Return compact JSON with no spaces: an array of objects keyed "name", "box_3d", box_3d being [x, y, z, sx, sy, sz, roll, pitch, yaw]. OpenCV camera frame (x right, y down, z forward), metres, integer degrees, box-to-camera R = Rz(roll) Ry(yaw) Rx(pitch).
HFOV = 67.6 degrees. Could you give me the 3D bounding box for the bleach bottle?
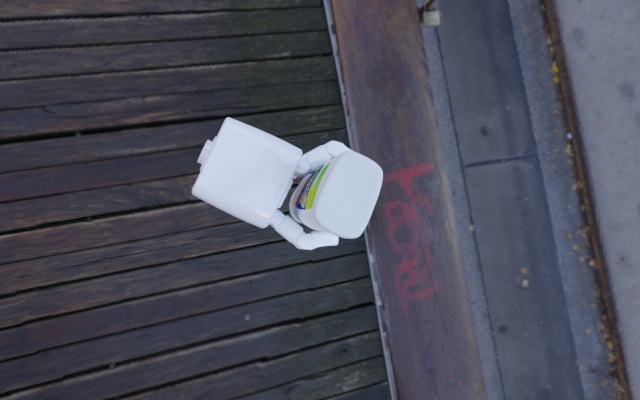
[{"name":"bleach bottle","box_3d":[0.000,0.002,0.662,0.068,0.102,0.251,26,-12,-13]}]
